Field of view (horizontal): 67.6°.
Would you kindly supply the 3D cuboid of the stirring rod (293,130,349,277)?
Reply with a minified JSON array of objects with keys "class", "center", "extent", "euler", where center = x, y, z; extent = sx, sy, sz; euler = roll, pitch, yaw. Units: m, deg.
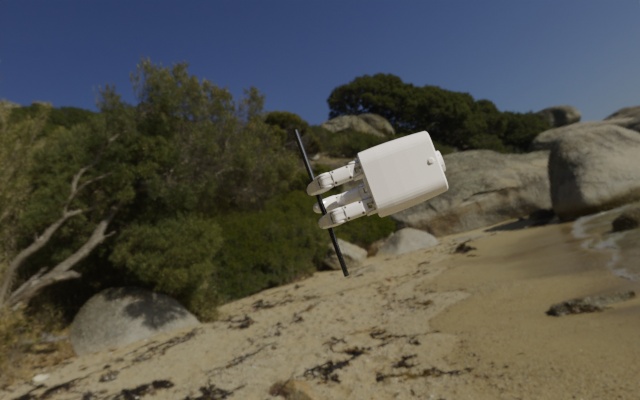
[{"class":"stirring rod","center":[0.000,0.002,0.739],"extent":[0.011,0.239,0.011],"euler":[-19,-6,-2]}]
